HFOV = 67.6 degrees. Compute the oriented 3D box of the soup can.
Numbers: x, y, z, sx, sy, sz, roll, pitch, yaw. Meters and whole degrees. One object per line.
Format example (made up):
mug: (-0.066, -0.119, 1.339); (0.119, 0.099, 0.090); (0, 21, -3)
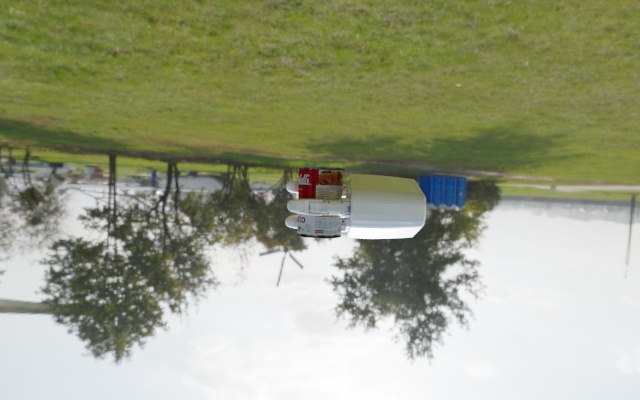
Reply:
soup can: (0.000, 0.003, 0.708); (0.068, 0.102, 0.068); (2, 2, 0)
